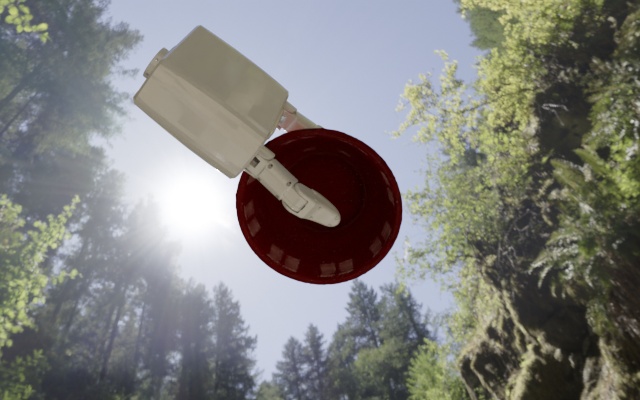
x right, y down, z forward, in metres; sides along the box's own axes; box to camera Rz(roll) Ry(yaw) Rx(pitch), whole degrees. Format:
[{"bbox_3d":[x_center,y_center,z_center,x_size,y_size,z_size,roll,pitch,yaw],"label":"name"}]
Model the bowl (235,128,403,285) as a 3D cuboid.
[{"bbox_3d":[0.001,0.002,0.481,0.162,0.162,0.055,0,21,8],"label":"bowl"}]
